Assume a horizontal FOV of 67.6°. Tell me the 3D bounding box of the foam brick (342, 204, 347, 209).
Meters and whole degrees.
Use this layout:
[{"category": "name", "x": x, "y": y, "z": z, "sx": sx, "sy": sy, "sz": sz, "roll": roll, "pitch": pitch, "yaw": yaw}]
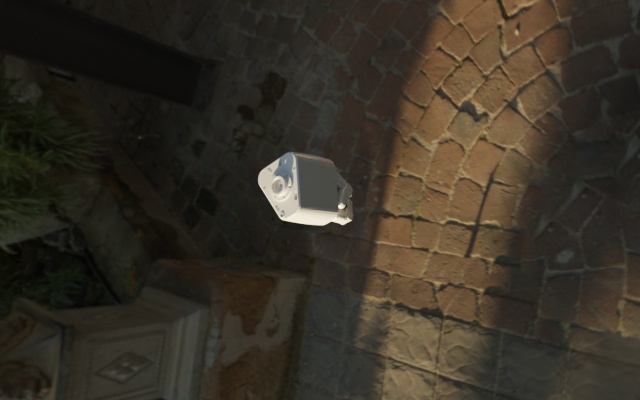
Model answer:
[{"category": "foam brick", "x": 0.000, "y": 0.003, "z": 0.895, "sx": 0.078, "sy": 0.053, "sz": 0.051, "roll": -31, "pitch": -22, "yaw": 31}]
